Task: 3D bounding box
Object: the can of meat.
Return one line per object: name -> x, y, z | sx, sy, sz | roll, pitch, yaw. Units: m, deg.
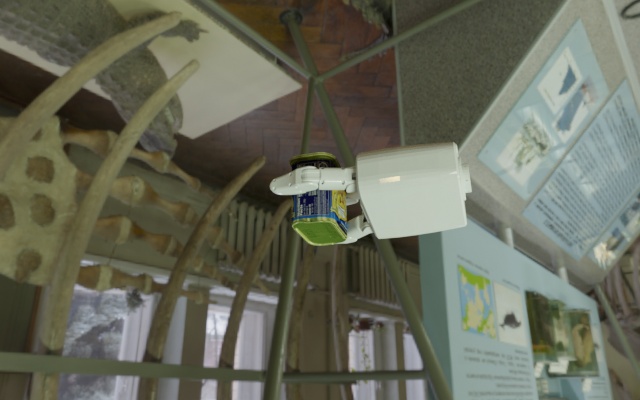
can of meat -> 0.000, 0.002, 0.581 | 0.057, 0.084, 0.102 | -7, -22, 14
